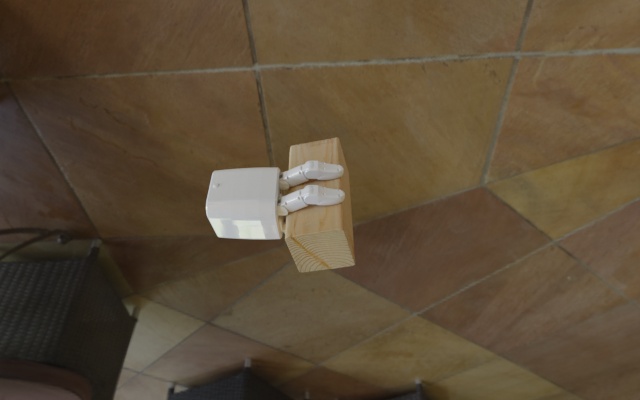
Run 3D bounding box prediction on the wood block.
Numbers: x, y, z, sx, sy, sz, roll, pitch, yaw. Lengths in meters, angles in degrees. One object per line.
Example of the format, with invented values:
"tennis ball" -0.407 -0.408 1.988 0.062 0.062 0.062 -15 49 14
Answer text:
"wood block" 0.000 0.003 0.777 0.090 0.206 0.091 -9 -44 9
